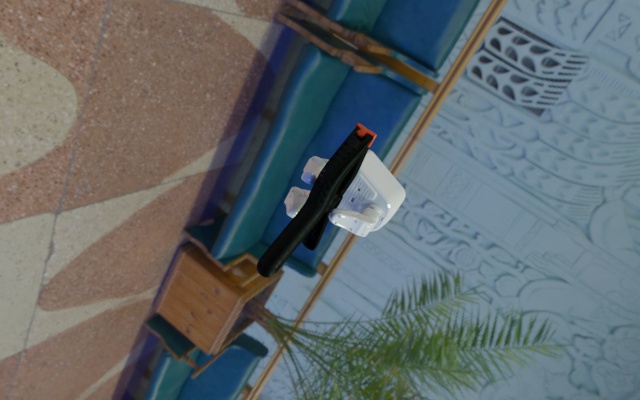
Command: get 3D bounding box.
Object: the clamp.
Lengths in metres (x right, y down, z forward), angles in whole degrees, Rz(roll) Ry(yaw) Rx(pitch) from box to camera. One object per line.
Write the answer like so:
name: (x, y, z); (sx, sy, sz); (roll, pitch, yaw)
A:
clamp: (0.001, 0.002, 0.595); (0.036, 0.210, 0.164); (35, 23, 11)
